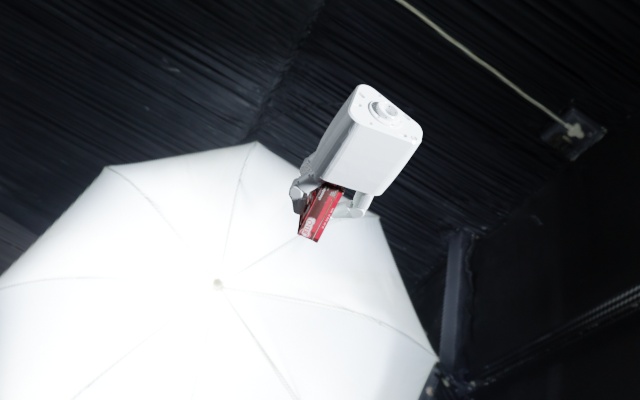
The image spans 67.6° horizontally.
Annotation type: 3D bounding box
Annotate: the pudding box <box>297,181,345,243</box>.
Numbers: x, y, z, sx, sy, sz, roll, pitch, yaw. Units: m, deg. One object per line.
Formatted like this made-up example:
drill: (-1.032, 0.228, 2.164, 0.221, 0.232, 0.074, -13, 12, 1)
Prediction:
pudding box: (0.000, 0.002, 0.724, 0.039, 0.090, 0.113, 27, 14, -5)
